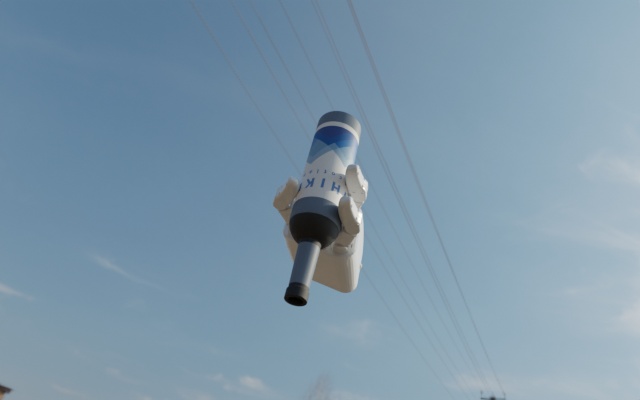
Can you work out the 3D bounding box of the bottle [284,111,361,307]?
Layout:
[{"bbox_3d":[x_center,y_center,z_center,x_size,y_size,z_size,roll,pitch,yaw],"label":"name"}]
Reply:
[{"bbox_3d":[0.000,0.002,0.633,0.069,0.295,0.069,9,-38,7],"label":"bottle"}]
